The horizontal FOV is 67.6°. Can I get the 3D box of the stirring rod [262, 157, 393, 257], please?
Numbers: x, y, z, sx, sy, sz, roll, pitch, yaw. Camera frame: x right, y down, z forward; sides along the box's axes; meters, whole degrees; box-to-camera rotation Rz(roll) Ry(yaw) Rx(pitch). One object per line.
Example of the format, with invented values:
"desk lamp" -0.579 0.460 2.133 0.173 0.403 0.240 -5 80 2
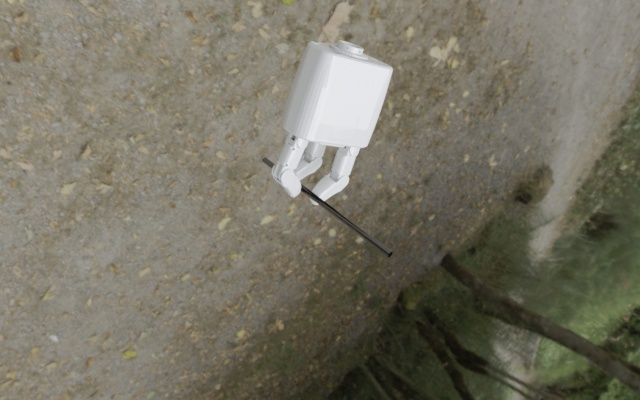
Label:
"stirring rod" 0.000 0.002 0.615 0.239 0.011 0.011 37 22 33
